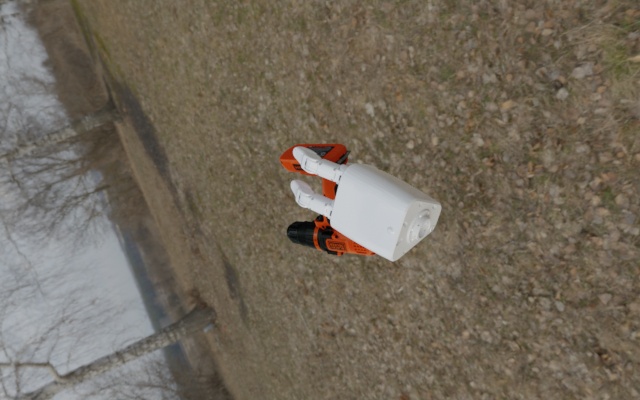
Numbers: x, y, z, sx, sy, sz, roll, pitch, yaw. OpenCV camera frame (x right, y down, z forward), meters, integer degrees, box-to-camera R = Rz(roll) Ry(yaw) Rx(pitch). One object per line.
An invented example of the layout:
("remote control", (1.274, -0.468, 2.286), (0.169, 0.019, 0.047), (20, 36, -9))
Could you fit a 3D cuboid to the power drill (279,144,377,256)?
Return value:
("power drill", (0.000, 0.002, 0.766), (0.184, 0.188, 0.057), (3, 35, 35))
